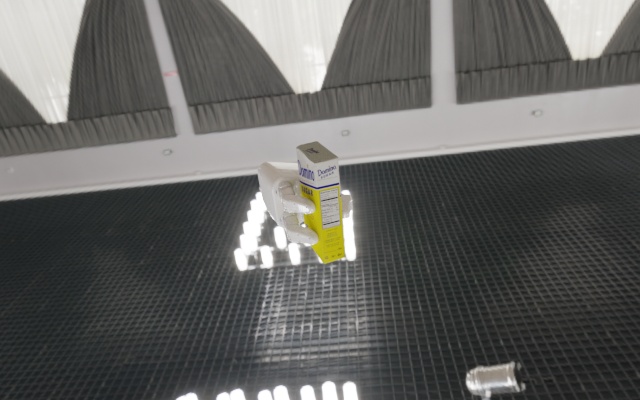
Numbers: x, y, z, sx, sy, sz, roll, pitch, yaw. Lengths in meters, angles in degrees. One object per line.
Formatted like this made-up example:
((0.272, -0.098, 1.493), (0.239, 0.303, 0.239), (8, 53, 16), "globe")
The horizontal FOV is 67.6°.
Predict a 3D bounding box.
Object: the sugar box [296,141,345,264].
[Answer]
((0.000, 0.003, 0.768), (0.048, 0.176, 0.093), (-16, 27, -16), "sugar box")
